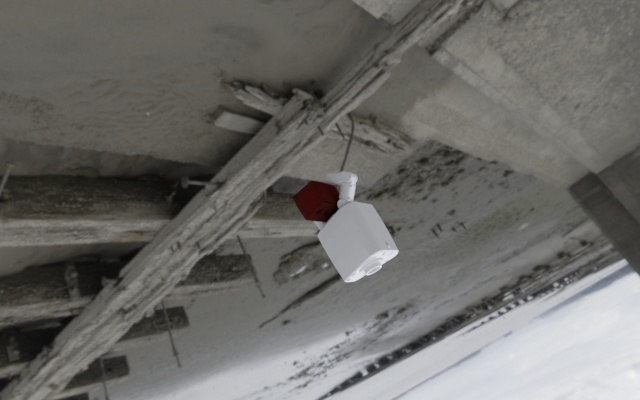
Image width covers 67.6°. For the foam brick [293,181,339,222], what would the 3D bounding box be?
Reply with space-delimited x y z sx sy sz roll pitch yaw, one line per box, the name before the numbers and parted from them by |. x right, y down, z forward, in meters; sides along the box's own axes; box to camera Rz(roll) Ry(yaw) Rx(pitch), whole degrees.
foam brick | 0.000 0.003 0.870 0.053 0.051 0.078 -42 -27 24
